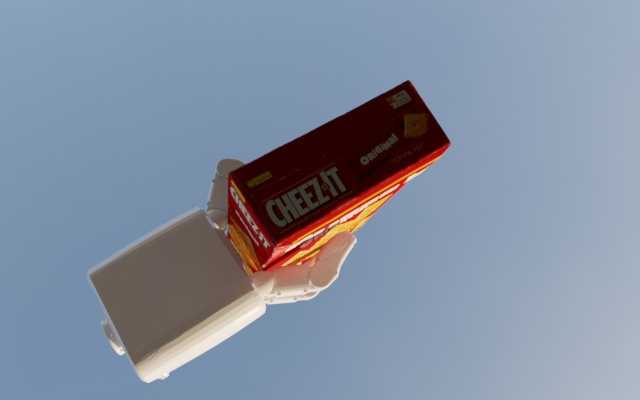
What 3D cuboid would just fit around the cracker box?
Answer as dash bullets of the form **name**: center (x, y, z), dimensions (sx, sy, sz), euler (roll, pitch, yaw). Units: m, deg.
- **cracker box**: center (0.000, 0.001, 0.441), dimensions (0.164, 0.072, 0.214), euler (-31, -9, -19)
